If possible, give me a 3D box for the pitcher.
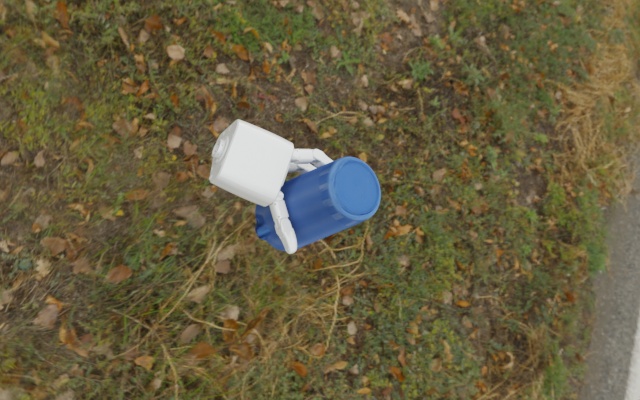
[{"bbox_3d":[0.000,0.003,0.859,0.145,0.149,0.243,25,-26,-27],"label":"pitcher"}]
